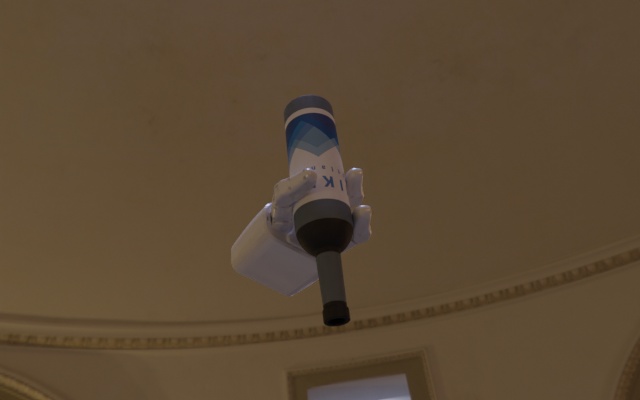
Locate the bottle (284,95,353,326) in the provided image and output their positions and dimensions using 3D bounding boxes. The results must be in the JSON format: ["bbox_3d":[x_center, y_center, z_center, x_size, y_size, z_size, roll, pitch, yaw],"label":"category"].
[{"bbox_3d":[0.000,0.002,0.562,0.069,0.295,0.069,-5,-35,-4],"label":"bottle"}]
